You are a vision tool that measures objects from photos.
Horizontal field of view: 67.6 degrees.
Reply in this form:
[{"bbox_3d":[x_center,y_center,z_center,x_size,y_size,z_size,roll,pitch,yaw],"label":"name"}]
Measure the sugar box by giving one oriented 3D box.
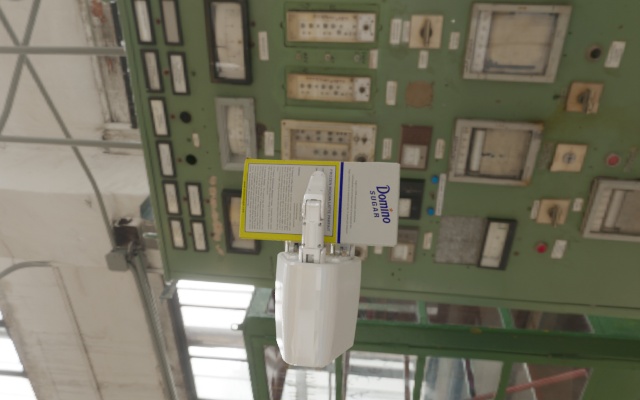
[{"bbox_3d":[0.000,0.002,0.543,0.176,0.093,0.048,3,-2,6],"label":"sugar box"}]
